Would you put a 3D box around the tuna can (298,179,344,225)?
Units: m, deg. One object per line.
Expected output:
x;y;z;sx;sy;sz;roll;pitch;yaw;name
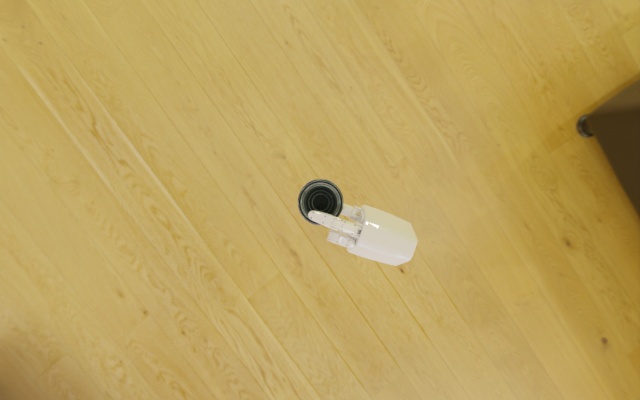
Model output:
0.000;0.003;0.886;0.086;0.086;0.034;0;4;0;tuna can
